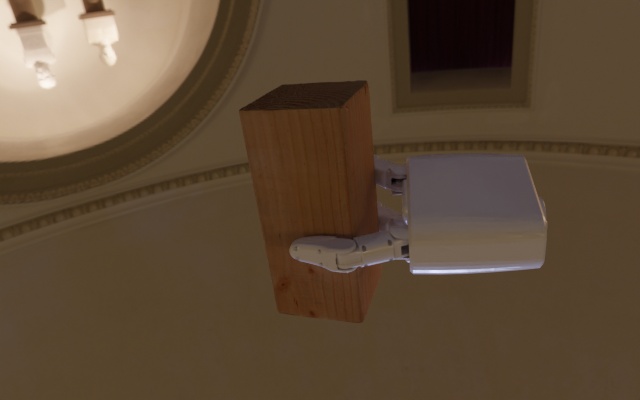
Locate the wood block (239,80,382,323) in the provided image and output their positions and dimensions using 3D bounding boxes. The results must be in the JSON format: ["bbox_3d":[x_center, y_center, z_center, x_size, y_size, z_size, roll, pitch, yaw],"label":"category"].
[{"bbox_3d":[0.000,0.002,0.450,0.090,0.206,0.090,2,27,20],"label":"wood block"}]
